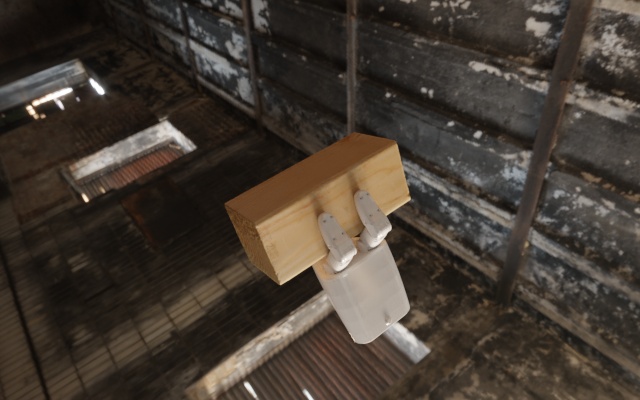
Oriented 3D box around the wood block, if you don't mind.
[{"bbox_3d":[0.000,0.002,0.599,0.206,0.090,0.091,-31,28,-23],"label":"wood block"}]
